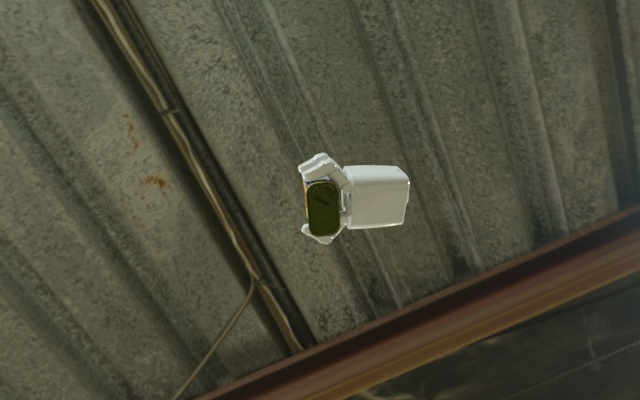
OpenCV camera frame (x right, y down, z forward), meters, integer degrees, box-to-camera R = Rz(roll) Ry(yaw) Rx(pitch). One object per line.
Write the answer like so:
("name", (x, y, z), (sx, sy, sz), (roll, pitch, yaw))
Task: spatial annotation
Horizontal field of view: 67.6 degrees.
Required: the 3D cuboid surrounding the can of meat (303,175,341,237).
("can of meat", (0.000, 0.003, 0.872), (0.057, 0.102, 0.084), (-6, 20, -5))
